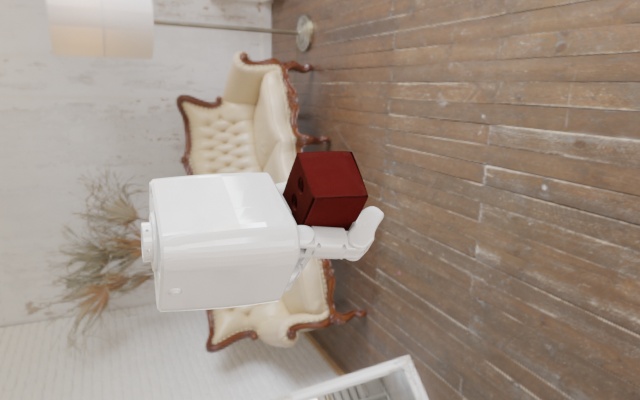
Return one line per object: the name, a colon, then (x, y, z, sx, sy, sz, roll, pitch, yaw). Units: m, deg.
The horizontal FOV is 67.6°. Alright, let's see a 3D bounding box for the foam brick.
foam brick: (0.000, 0.001, 0.421, 0.051, 0.053, 0.078, -1, -39, -22)
